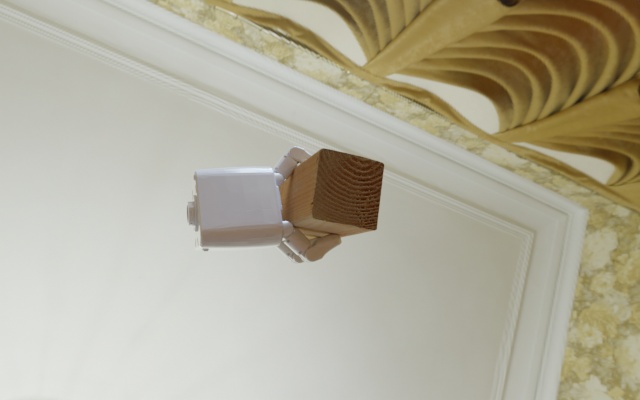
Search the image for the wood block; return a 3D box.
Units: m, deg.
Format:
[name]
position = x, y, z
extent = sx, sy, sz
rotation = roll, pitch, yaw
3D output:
[wood block]
position = 0.000, 0.002, 0.677
extent = 0.090, 0.091, 0.206
rotation = 11, -12, -19
